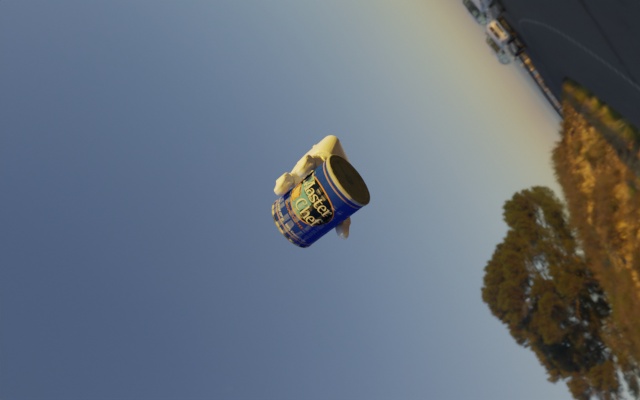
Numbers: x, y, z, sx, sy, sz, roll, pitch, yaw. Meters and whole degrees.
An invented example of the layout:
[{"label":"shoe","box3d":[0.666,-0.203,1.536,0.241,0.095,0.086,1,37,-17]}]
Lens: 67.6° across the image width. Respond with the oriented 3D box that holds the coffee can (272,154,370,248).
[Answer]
[{"label":"coffee can","box3d":[0.000,0.003,0.826,0.140,0.102,0.103,-38,-19,25]}]
